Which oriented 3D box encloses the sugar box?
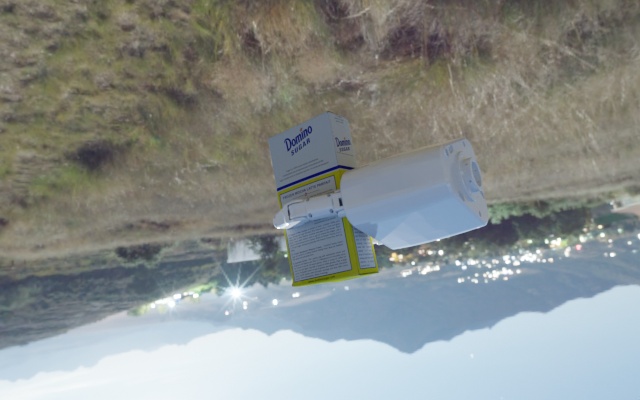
[{"bbox_3d":[0.001,0.002,0.526,0.093,0.176,0.048,-17,-15,35],"label":"sugar box"}]
